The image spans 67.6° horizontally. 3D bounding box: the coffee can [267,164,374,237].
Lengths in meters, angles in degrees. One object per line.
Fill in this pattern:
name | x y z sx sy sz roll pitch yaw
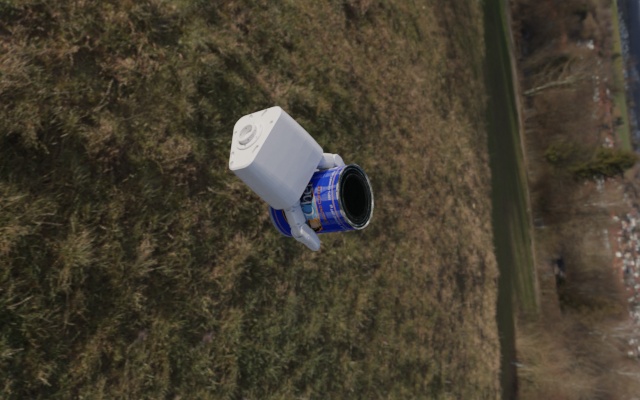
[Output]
coffee can | 0.000 0.003 0.772 0.140 0.103 0.103 -9 -5 36
